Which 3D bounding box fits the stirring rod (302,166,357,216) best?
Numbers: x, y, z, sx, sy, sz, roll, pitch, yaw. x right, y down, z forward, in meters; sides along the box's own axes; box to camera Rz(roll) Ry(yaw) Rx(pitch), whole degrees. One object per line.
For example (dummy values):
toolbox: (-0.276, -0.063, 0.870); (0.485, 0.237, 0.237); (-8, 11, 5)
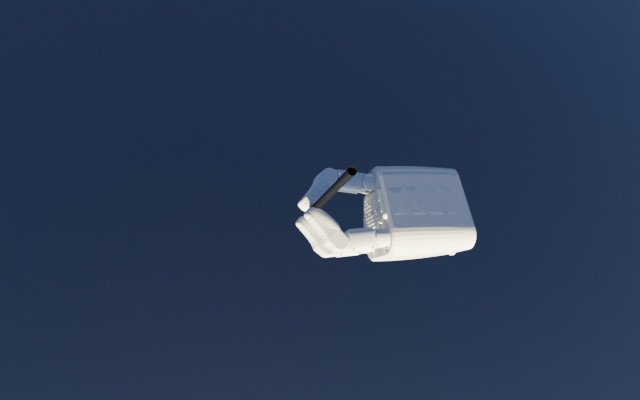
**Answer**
stirring rod: (0.000, 0.002, 0.506); (0.011, 0.011, 0.239); (0, -12, -13)
